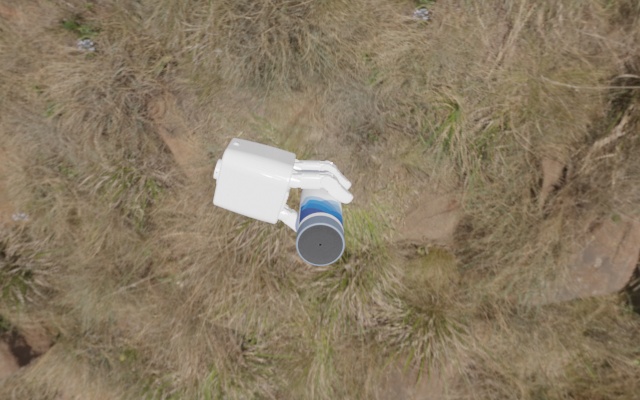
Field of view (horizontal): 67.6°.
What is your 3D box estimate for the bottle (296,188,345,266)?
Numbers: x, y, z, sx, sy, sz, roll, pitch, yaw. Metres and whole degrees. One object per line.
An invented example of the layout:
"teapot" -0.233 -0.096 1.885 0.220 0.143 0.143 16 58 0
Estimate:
"bottle" 0.000 0.003 0.782 0.069 0.069 0.295 0 23 0
